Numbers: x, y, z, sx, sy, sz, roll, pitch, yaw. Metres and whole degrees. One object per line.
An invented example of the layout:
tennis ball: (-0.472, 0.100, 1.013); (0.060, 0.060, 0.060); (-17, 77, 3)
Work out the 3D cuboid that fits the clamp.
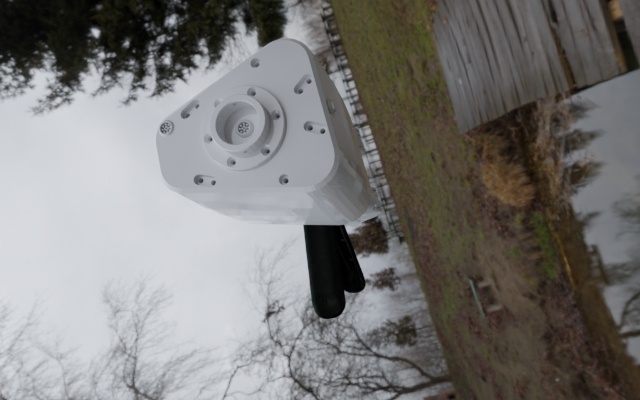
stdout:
clamp: (-0.001, 0.001, 0.448); (0.036, 0.210, 0.164); (-16, -13, 9)
